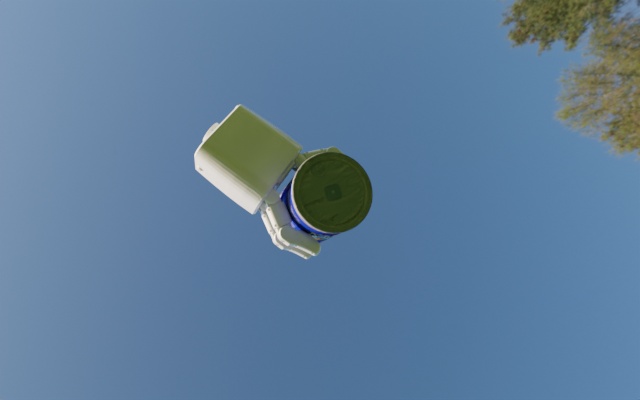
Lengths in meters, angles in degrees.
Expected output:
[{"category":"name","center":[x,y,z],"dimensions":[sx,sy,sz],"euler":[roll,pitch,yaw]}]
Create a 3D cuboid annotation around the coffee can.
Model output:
[{"category":"coffee can","center":[0.000,0.002,0.652],"dimensions":[0.103,0.102,0.140],"euler":[0,-11,-13]}]
